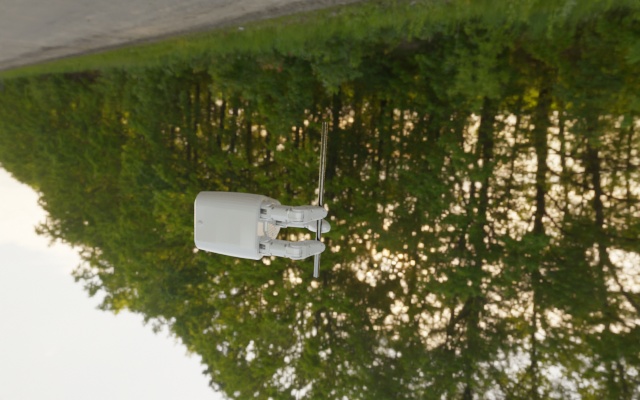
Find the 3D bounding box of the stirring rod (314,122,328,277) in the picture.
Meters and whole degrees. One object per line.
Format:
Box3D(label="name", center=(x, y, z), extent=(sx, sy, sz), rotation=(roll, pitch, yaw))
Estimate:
Box3D(label="stirring rod", center=(0.000, 0.002, 0.729), extent=(0.011, 0.239, 0.011), rotation=(3, 12, -1))
